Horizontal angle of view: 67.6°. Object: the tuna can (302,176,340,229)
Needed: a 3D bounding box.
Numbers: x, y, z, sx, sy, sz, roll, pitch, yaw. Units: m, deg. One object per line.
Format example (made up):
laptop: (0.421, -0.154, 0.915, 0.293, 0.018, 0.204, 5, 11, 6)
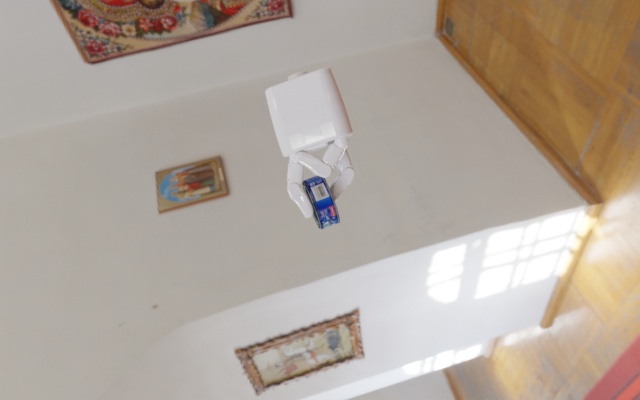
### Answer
tuna can: (0.000, 0.003, 0.772, 0.034, 0.086, 0.086, -21, 2, -7)
